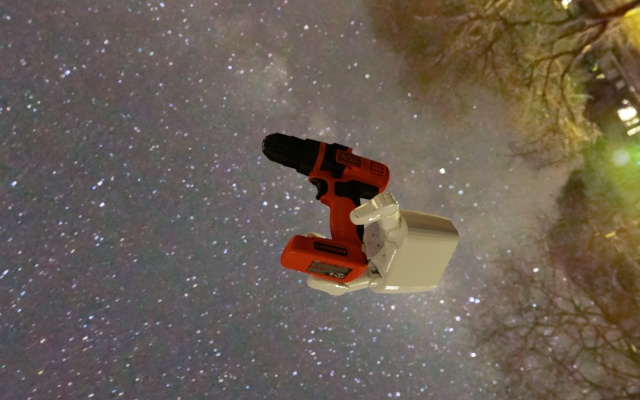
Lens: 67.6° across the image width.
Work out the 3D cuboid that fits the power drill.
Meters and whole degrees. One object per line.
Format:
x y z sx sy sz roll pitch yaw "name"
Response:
0.000 0.003 0.625 0.184 0.187 0.057 15 -33 -10 "power drill"
